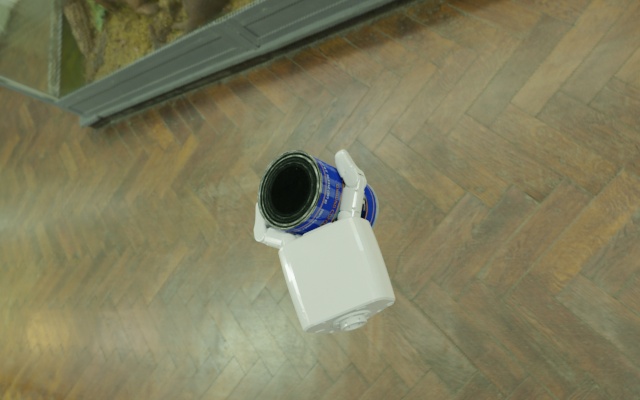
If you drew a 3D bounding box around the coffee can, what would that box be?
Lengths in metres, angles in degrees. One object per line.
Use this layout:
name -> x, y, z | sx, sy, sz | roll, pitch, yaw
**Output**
coffee can -> 0.000, 0.002, 0.643 | 0.103, 0.102, 0.140 | 0, -13, 37
